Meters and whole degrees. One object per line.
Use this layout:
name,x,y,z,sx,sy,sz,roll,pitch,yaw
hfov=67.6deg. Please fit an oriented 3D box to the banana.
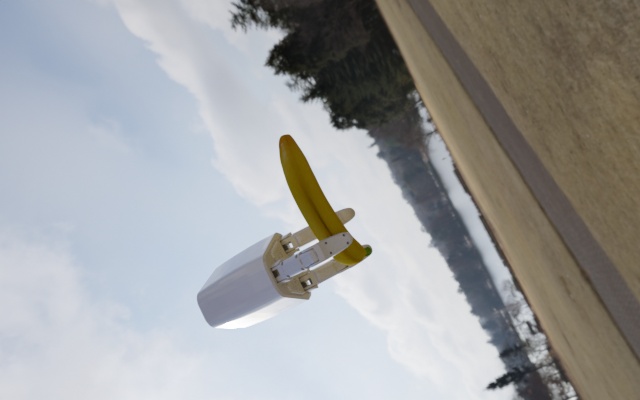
banana,0.001,0.012,0.580,0.037,0.198,0.069,-29,20,15
